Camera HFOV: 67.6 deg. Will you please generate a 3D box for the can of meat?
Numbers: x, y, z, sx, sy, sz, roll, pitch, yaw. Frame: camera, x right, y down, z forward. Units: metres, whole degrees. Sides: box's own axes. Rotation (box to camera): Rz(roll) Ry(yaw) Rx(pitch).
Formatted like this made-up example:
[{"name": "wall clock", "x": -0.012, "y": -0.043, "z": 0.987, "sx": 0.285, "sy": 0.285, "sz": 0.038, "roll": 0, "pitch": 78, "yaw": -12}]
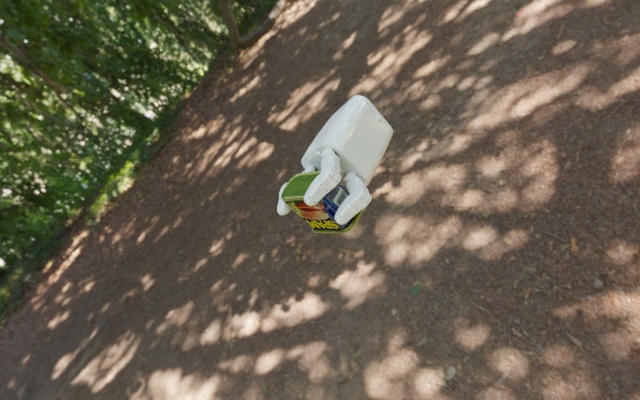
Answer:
[{"name": "can of meat", "x": 0.000, "y": 0.002, "z": 0.714, "sx": 0.084, "sy": 0.057, "sz": 0.102, "roll": 44, "pitch": -26, "yaw": -27}]
